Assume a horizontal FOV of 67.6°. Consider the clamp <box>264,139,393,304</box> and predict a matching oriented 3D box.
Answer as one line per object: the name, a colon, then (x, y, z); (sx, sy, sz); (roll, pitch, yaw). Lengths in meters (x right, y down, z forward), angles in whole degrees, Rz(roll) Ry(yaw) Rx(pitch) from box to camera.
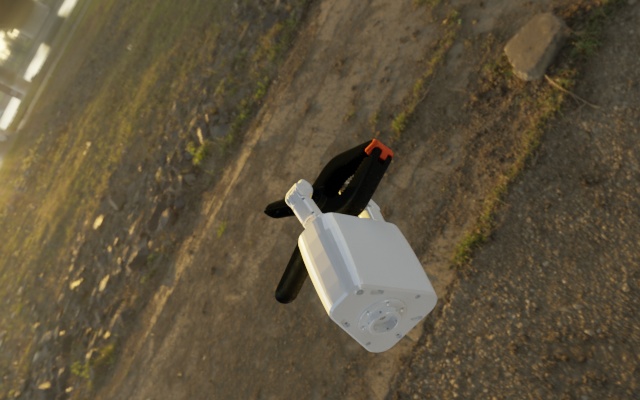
clamp: (0.000, 0.001, 0.580); (0.036, 0.210, 0.164); (29, 22, -33)
